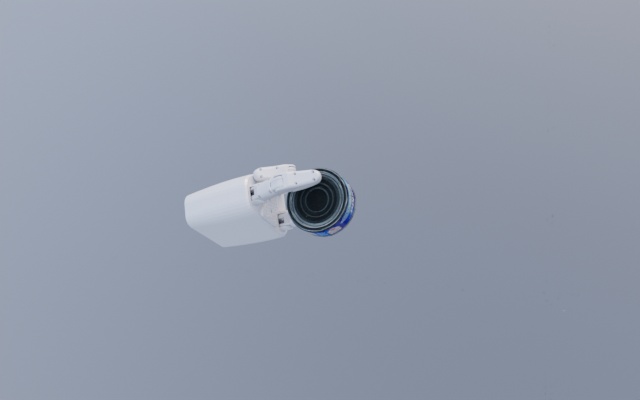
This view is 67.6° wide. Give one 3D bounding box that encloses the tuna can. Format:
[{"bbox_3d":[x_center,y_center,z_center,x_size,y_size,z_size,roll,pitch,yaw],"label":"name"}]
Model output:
[{"bbox_3d":[0.000,0.002,0.613,0.086,0.086,0.034,0,-13,21],"label":"tuna can"}]
